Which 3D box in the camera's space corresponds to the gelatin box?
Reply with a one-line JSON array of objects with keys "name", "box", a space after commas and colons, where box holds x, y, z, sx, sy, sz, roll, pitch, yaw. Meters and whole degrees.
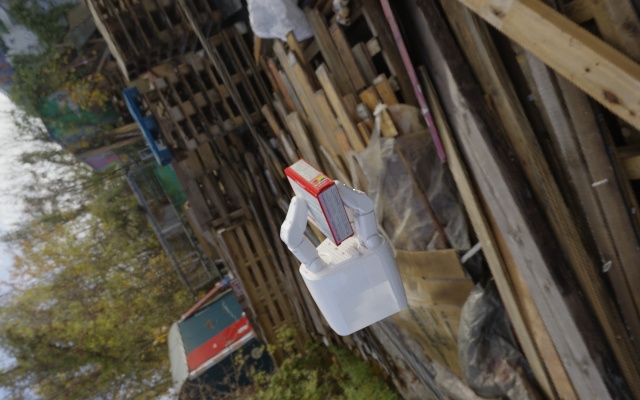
[{"name": "gelatin box", "box": [0.000, 0.002, 0.570, 0.030, 0.089, 0.073, -35, 41, -14]}]
